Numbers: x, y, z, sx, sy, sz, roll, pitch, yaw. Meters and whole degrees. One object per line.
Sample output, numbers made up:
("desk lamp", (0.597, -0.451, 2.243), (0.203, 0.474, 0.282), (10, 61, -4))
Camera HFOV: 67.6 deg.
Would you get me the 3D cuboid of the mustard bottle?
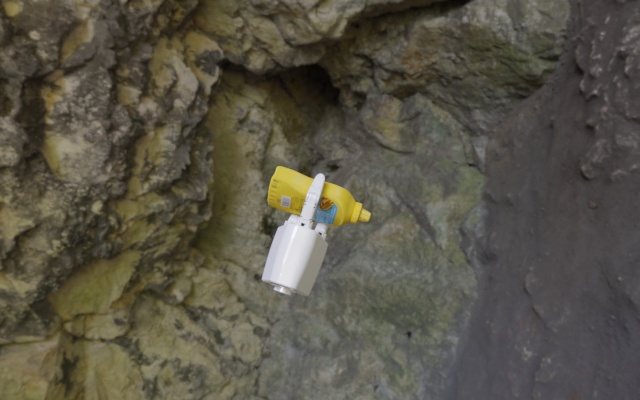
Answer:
("mustard bottle", (0.000, 0.003, 0.891), (0.191, 0.058, 0.096), (18, -38, 3))
